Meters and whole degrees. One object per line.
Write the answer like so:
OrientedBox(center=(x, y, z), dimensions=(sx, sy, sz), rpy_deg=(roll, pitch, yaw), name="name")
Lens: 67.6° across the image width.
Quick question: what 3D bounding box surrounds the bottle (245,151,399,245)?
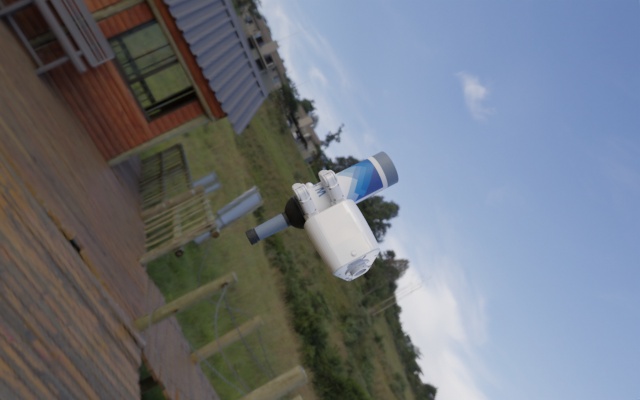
OrientedBox(center=(0.000, 0.003, 0.881), dimensions=(0.295, 0.069, 0.069), rpy_deg=(-27, 4, -7), name="bottle")
